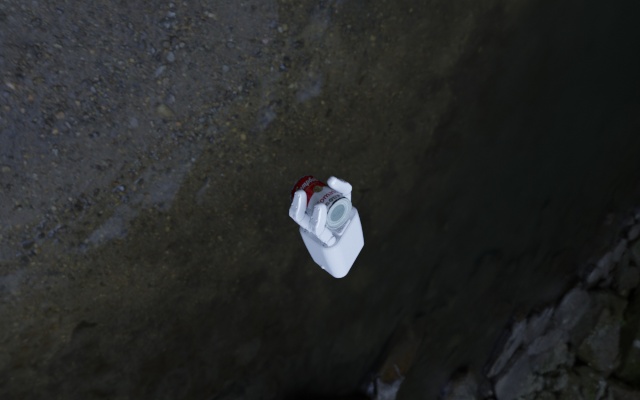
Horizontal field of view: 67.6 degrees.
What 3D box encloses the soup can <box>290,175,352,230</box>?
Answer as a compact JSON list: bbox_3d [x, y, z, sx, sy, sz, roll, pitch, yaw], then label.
[{"bbox_3d":[0.000,0.003,0.899,0.068,0.068,0.102,0,26,-48],"label":"soup can"}]
